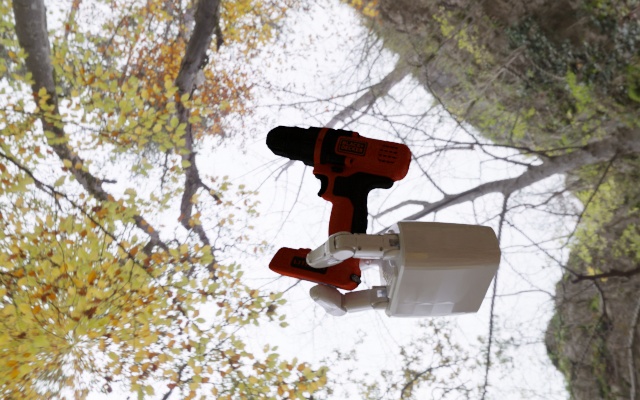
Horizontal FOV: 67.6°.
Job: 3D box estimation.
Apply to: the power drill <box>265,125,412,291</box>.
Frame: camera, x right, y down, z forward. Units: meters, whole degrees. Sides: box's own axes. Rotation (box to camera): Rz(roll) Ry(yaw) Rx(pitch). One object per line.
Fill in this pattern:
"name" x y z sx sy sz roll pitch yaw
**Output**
"power drill" 0.000 0.002 0.566 0.184 0.187 0.057 11 -12 18
